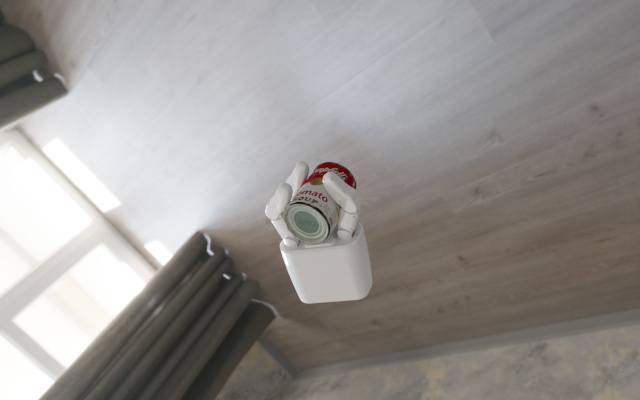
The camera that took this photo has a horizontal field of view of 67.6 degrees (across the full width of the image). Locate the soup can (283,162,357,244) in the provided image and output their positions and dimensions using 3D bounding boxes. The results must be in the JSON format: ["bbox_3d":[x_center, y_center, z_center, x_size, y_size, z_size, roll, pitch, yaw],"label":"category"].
[{"bbox_3d":[0.000,0.002,0.647,0.068,0.068,0.102,0,35,28],"label":"soup can"}]
